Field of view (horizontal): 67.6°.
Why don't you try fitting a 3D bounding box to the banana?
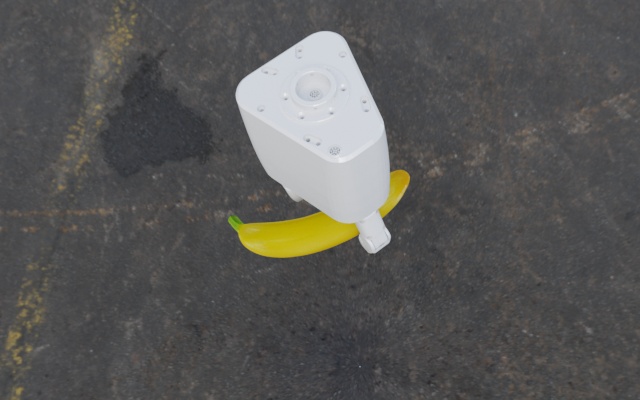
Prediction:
[{"bbox_3d":[0.000,0.018,0.483,0.198,0.069,0.037,-14,-30,4],"label":"banana"}]
